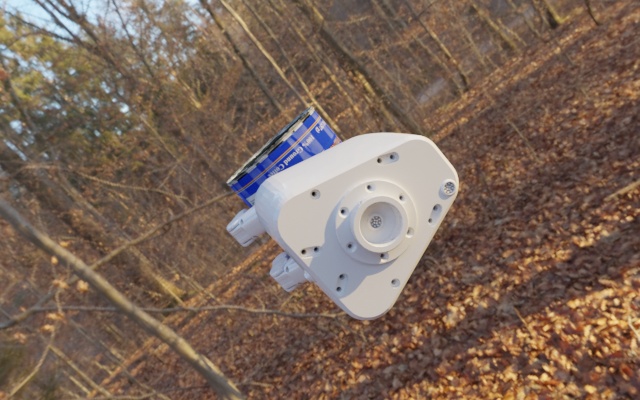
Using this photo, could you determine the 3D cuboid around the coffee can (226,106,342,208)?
[{"bbox_3d":[0.000,0.001,0.435,0.103,0.140,0.102,-40,12,10],"label":"coffee can"}]
